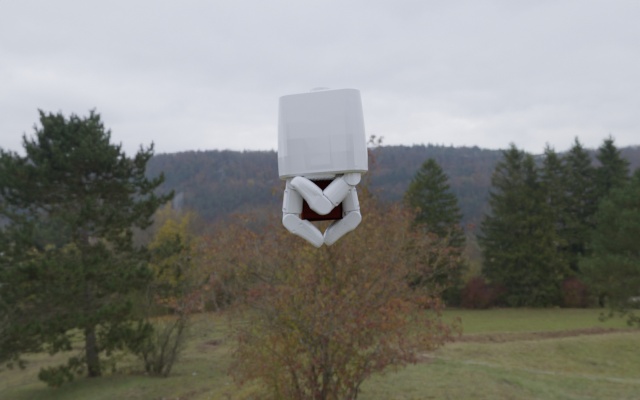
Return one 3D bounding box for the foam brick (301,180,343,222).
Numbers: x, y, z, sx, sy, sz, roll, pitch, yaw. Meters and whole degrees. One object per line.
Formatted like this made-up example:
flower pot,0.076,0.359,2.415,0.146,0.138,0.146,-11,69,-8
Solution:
foam brick,0.000,0.002,0.650,0.053,0.051,0.078,-3,-3,-5
